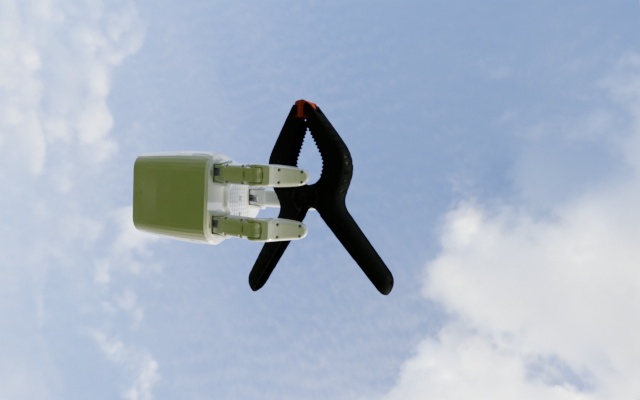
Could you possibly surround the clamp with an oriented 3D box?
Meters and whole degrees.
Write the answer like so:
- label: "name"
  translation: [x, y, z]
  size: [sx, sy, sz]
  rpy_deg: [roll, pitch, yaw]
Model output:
- label: "clamp"
  translation: [0.000, 0.001, 0.499]
  size: [0.164, 0.210, 0.036]
  rpy_deg: [4, 4, 23]
